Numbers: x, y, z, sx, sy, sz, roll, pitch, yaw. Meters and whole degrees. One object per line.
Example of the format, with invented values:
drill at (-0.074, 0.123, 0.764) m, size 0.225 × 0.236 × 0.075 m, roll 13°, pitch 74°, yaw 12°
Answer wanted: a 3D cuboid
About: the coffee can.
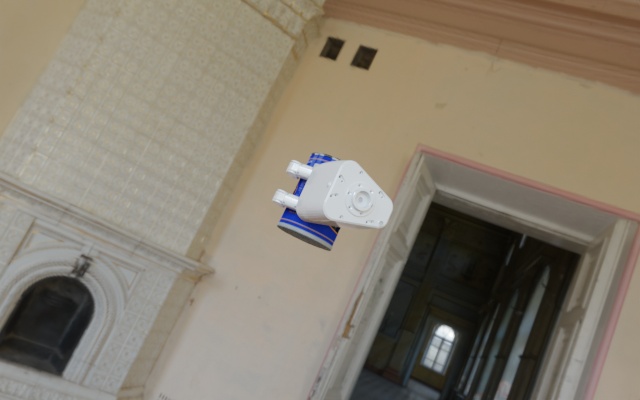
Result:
coffee can at (0.000, 0.003, 0.827) m, size 0.103 × 0.140 × 0.103 m, roll 24°, pitch -11°, yaw 5°
